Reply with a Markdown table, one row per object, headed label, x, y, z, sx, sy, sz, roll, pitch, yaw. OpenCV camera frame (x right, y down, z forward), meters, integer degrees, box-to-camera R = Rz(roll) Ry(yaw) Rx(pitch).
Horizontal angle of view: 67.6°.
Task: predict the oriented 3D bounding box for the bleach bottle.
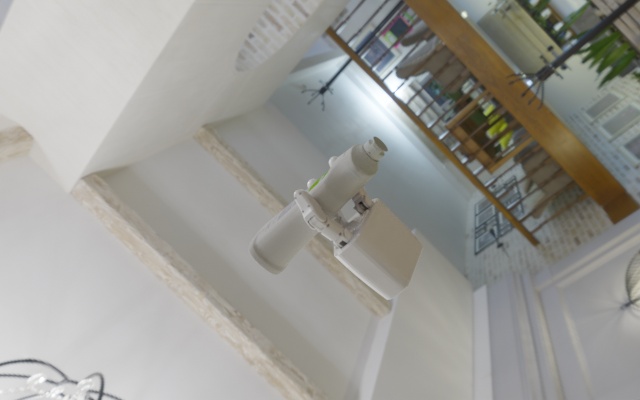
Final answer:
| label | x | y | z | sx | sy | sz | roll | pitch | yaw |
| --- | --- | --- | --- | --- | --- | --- | --- | --- | --- |
| bleach bottle | 0.000 | 0.002 | 0.707 | 0.251 | 0.068 | 0.102 | -43 | 10 | 27 |
